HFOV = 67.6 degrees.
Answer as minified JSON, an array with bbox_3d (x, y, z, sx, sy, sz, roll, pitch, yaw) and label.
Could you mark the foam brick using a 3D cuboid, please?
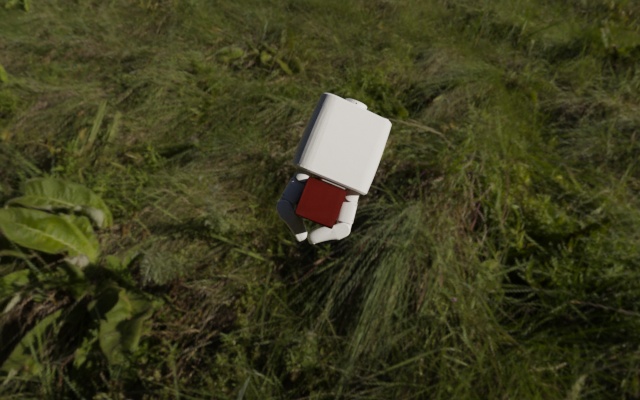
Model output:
[{"bbox_3d":[0.000,0.002,0.624,0.053,0.051,0.078,22,1,-1],"label":"foam brick"}]
